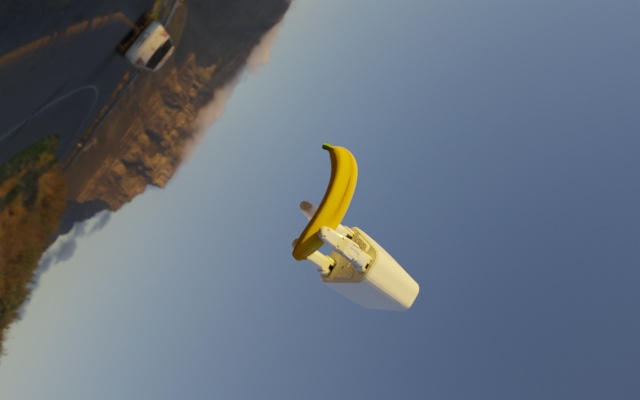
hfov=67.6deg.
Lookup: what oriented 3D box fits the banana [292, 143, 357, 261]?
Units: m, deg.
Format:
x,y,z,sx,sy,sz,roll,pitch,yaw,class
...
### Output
x,y,z,sx,sy,sz,roll,pitch,yaw,class
0.014,-0.004,0.674,0.069,0.197,0.037,-16,-43,43,banana
